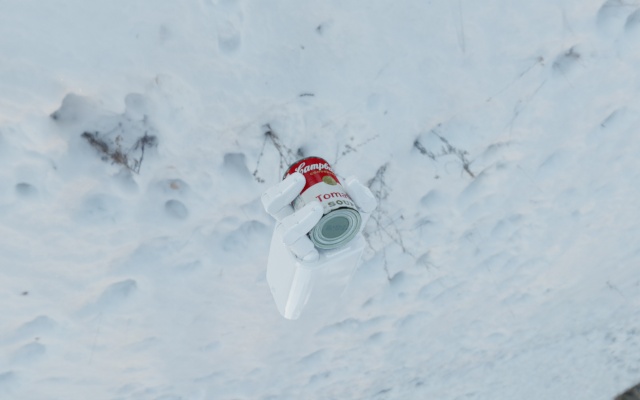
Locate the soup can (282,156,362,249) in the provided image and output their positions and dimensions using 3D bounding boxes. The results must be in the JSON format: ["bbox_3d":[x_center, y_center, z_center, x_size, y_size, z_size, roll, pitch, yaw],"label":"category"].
[{"bbox_3d":[0.000,0.002,0.588,0.068,0.068,0.102,0,40,-28],"label":"soup can"}]
